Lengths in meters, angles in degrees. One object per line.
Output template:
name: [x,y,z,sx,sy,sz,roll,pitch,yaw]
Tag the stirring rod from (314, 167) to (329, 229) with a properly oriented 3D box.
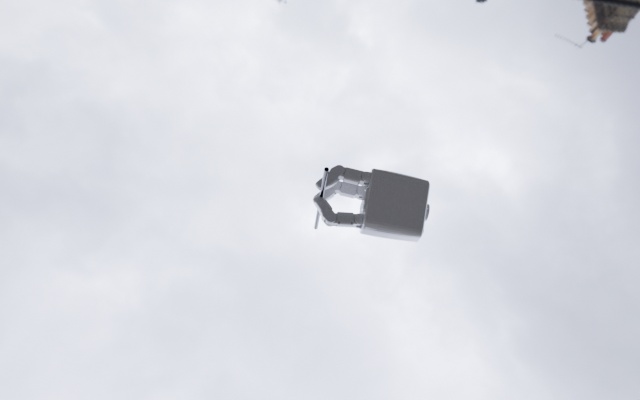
stirring rod: [0.000,0.003,0.870,0.011,0.011,0.240,0,-26,-5]
